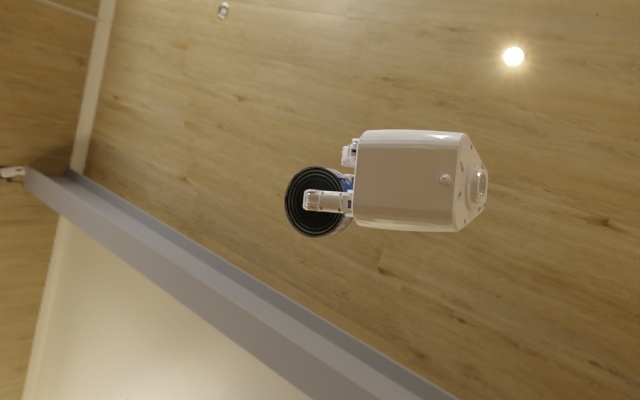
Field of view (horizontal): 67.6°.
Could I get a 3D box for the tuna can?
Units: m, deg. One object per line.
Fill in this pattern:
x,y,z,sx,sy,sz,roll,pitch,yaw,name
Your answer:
0.000,0.002,0.585,0.086,0.086,0.034,0,-1,31,tuna can
